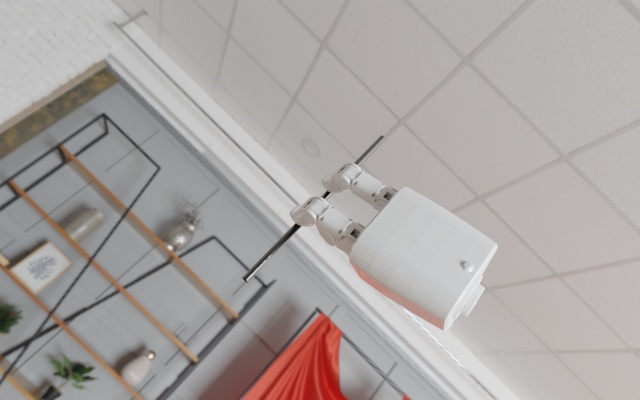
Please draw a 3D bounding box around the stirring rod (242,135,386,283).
[{"bbox_3d":[0.000,0.002,0.530,0.239,0.011,0.011,-46,24,-25],"label":"stirring rod"}]
